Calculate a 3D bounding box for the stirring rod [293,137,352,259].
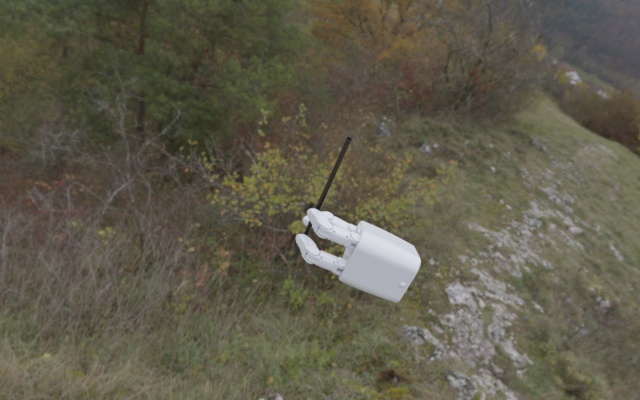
[{"bbox_3d":[0.000,0.003,0.783,0.011,0.240,0.011,19,28,-10],"label":"stirring rod"}]
